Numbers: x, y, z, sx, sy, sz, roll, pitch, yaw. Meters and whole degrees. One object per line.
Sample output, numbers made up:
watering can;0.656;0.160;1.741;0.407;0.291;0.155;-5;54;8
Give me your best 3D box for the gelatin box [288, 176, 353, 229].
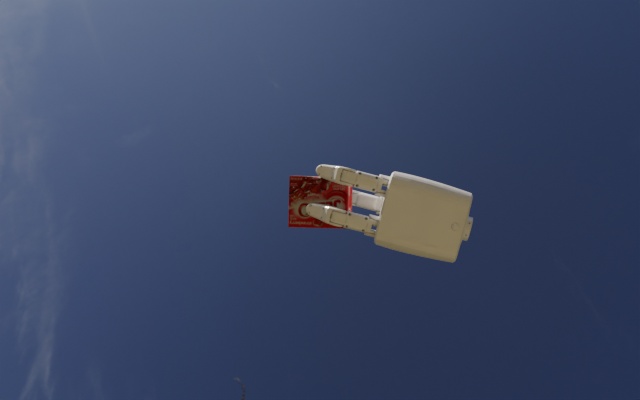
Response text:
gelatin box;0.000;0.002;0.671;0.089;0.073;0.030;1;0;18
